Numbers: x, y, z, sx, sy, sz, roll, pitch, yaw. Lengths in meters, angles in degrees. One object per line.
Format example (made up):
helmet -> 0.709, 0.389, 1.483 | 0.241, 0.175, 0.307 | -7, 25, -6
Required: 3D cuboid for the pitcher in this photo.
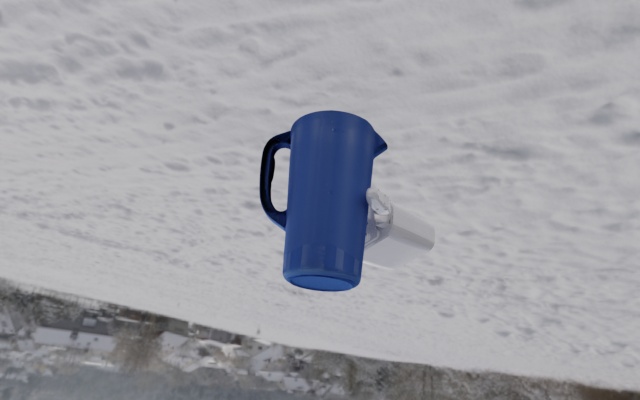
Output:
pitcher -> 0.000, 0.002, 0.696 | 0.145, 0.242, 0.149 | 24, -29, -37
